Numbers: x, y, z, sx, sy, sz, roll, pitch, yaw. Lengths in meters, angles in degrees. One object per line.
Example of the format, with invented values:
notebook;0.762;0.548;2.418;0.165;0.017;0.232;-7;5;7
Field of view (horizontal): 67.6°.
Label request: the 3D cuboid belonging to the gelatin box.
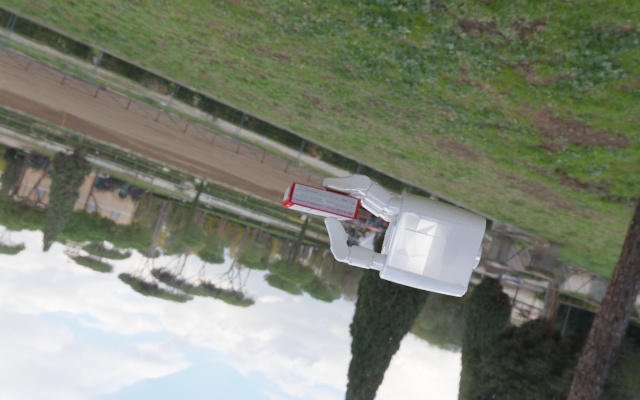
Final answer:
gelatin box;0.000;0.002;0.615;0.089;0.030;0.073;13;-6;-9
